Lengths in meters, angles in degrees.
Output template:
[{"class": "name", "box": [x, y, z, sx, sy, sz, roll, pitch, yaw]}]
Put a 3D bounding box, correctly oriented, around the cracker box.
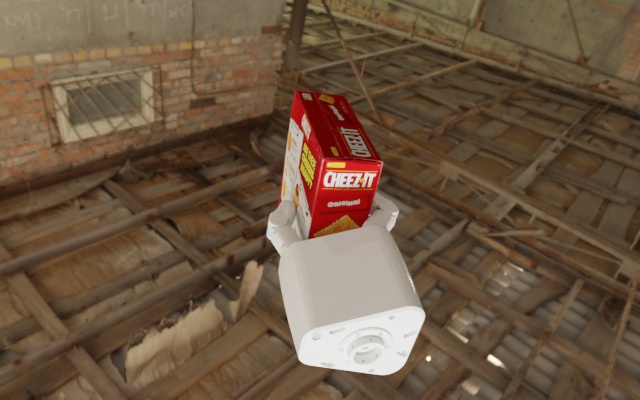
[{"class": "cracker box", "box": [0.000, 0.002, 0.572, 0.072, 0.214, 0.164, 1, 35, -16]}]
